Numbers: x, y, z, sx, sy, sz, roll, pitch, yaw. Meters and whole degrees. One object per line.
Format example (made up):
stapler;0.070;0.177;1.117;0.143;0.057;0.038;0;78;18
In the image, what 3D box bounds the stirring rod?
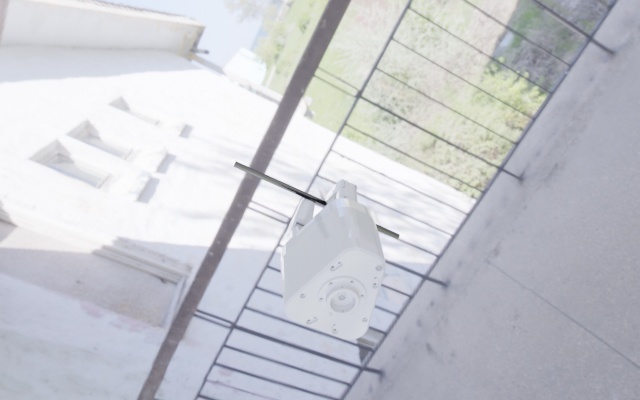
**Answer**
stirring rod;0.000;0.002;0.620;0.239;0.011;0.011;24;-7;-15
